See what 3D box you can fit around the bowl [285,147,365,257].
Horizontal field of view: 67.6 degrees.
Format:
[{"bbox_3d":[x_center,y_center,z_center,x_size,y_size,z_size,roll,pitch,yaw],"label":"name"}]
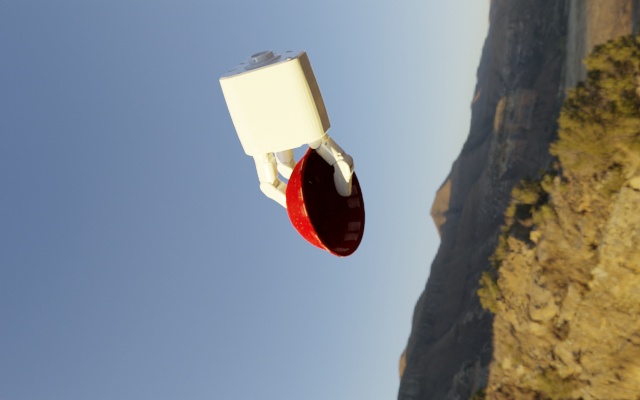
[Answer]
[{"bbox_3d":[0.000,0.004,0.665,0.055,0.162,0.162,-15,-8,32],"label":"bowl"}]
